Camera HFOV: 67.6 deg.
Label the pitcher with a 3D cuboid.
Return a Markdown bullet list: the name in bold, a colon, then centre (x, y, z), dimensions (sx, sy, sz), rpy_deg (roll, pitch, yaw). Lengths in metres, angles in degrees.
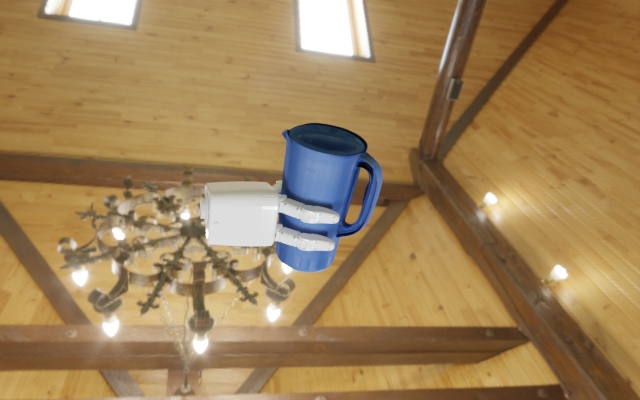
- **pitcher**: centre (0.000, 0.003, 0.812), dimensions (0.145, 0.243, 0.149), rpy_deg (1, 29, -18)
